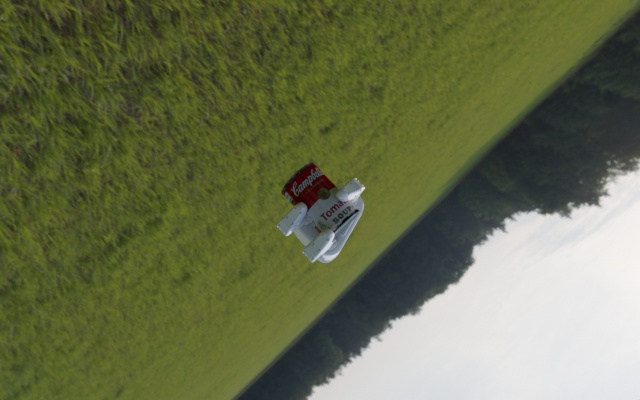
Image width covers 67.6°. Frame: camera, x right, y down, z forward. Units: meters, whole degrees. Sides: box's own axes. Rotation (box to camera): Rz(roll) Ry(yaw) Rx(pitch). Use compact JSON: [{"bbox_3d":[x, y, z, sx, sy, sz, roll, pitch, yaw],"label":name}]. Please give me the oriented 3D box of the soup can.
[{"bbox_3d":[0.000,0.002,0.712,0.068,0.102,0.068,-42,-10,-9],"label":"soup can"}]
